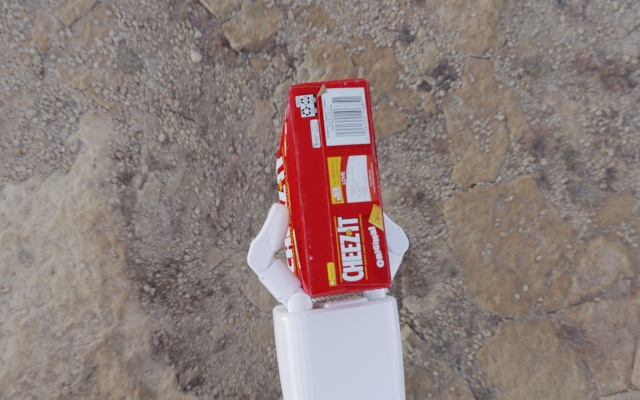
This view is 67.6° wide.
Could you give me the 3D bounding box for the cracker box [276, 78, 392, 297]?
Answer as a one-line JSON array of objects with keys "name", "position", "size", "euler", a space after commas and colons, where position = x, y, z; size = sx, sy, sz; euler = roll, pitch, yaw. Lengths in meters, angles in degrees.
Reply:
[{"name": "cracker box", "position": [0.000, 0.001, 0.457], "size": [0.072, 0.164, 0.214], "euler": [-5, -7, -8]}]
